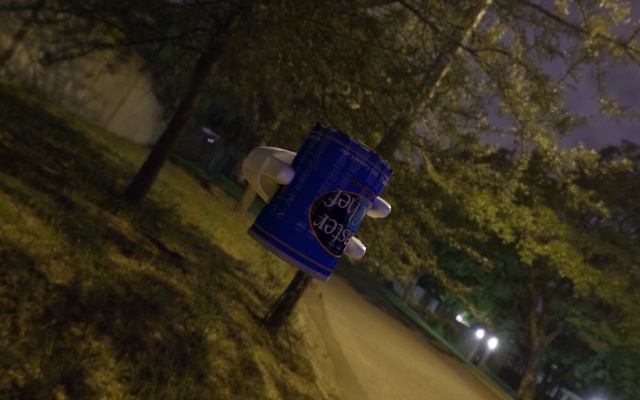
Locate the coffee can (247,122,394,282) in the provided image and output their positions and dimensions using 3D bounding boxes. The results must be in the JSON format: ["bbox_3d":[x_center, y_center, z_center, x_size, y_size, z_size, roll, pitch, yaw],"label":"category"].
[{"bbox_3d":[0.000,0.002,0.521,0.103,0.140,0.103,32,-2,1],"label":"coffee can"}]
